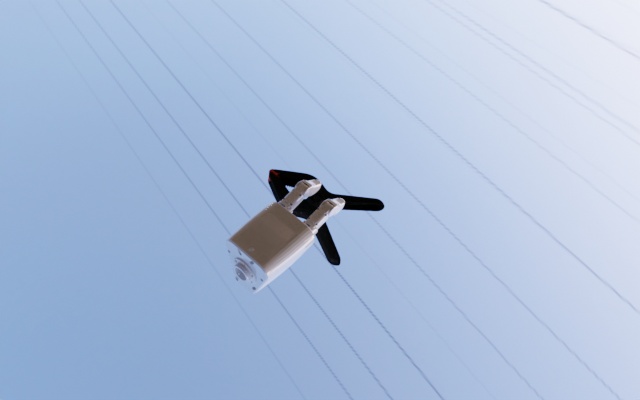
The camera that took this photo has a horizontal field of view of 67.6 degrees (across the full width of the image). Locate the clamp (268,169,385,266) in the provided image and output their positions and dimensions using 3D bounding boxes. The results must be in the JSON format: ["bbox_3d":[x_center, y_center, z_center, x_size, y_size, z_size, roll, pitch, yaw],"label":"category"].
[{"bbox_3d":[-0.001,0.003,0.844,0.210,0.036,0.164,38,53,18],"label":"clamp"}]
